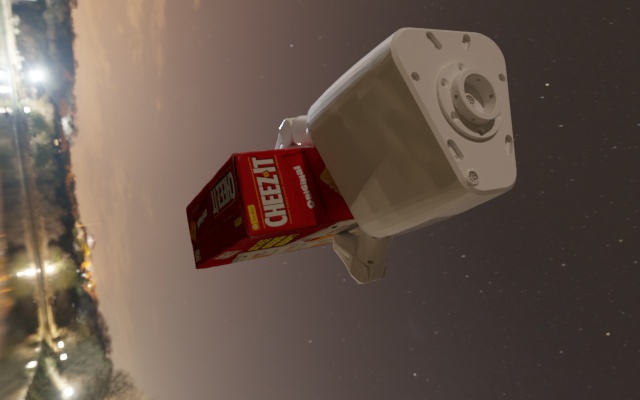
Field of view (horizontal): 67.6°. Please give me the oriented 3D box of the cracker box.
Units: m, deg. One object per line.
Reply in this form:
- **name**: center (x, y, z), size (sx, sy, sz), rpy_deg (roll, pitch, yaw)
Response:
- **cracker box**: center (0.000, 0.002, 0.446), size (0.213, 0.072, 0.164), rpy_deg (-8, -12, -29)
